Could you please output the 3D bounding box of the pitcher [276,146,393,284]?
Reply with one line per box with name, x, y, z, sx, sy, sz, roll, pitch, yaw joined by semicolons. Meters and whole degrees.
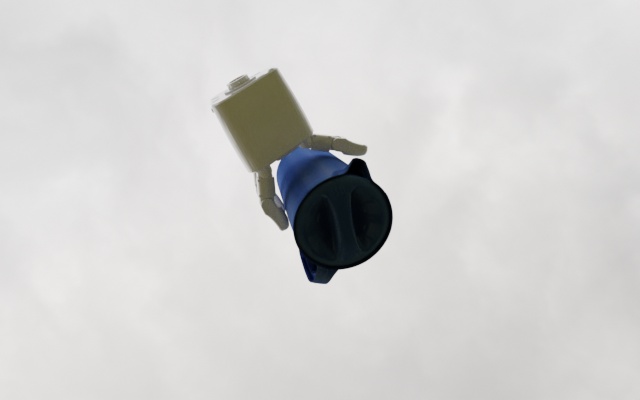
pitcher;0.000;0.002;0.717;0.149;0.145;0.242;-32;23;-1
